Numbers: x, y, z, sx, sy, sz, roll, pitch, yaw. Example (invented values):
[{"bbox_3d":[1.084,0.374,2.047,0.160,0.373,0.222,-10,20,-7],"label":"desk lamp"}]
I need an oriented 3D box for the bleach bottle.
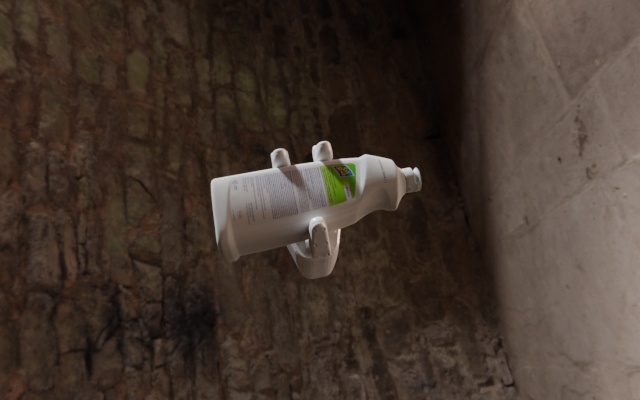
[{"bbox_3d":[0.000,0.002,0.581,0.251,0.102,0.068,-10,-25,-5],"label":"bleach bottle"}]
